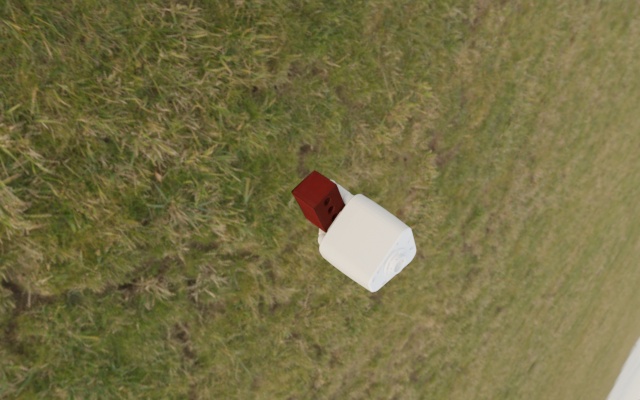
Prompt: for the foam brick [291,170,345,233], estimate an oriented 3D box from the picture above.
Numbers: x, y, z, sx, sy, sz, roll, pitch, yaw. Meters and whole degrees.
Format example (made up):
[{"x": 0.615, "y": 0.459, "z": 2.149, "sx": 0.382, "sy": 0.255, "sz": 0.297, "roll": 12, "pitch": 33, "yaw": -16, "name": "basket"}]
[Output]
[{"x": 0.000, "y": 0.002, "z": 0.739, "sx": 0.051, "sy": 0.053, "sz": 0.078, "roll": 35, "pitch": -17, "yaw": 34, "name": "foam brick"}]
